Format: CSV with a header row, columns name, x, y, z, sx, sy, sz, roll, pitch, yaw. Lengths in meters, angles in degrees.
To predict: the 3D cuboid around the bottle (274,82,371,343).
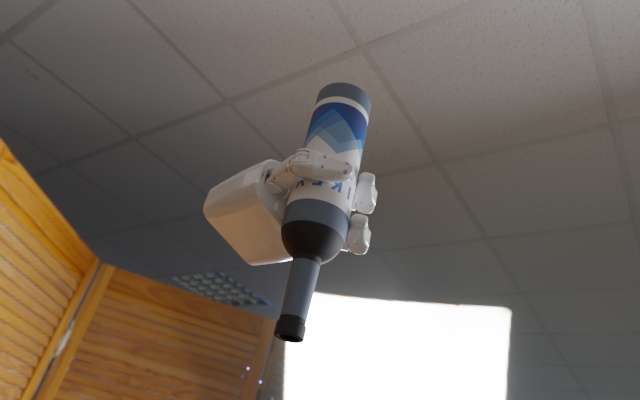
name,x,y,z,sx,sy,sz,roll,pitch,yaw
bottle,0.000,0.001,0.503,0.069,0.295,0.069,9,-33,6
